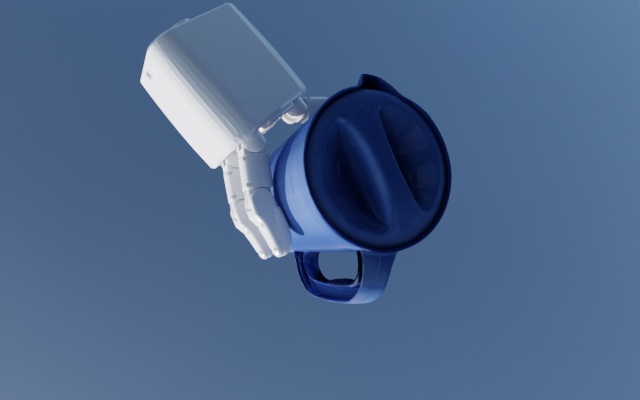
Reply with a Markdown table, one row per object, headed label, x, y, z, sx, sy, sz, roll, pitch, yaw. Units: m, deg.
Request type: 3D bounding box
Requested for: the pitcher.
| label | x | y | z | sx | sy | sz | roll | pitch | yaw |
| --- | --- | --- | --- | --- | --- | --- | --- | --- | --- |
| pitcher | 0.000 | 0.001 | 0.468 | 0.149 | 0.145 | 0.243 | -46 | 11 | -24 |
